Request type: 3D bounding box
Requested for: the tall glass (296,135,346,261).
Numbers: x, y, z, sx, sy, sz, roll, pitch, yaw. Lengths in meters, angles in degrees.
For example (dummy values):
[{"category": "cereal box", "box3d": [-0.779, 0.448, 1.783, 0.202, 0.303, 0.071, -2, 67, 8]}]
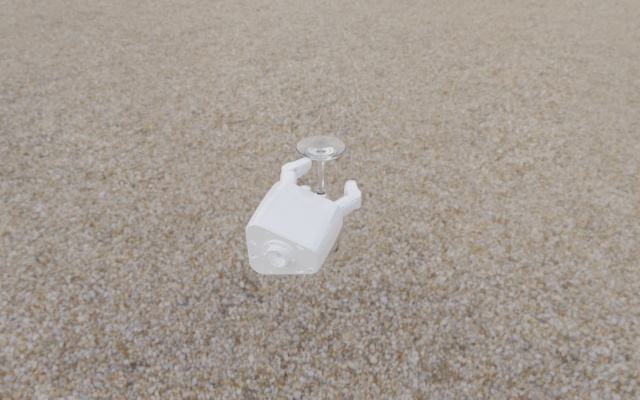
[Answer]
[{"category": "tall glass", "box3d": [0.000, 0.002, 0.762, 0.079, 0.201, 0.079, 0, 35, 0]}]
